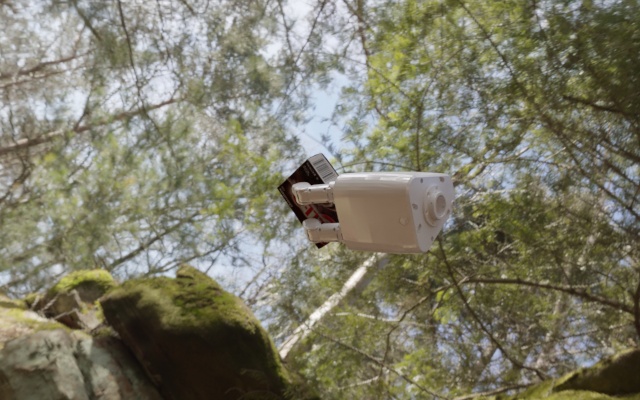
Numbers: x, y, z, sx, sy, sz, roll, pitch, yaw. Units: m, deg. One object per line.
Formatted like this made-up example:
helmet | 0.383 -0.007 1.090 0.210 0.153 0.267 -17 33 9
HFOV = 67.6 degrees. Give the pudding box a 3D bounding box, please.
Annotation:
pudding box | 0.000 0.002 0.677 0.039 0.113 0.090 -28 -7 -43
